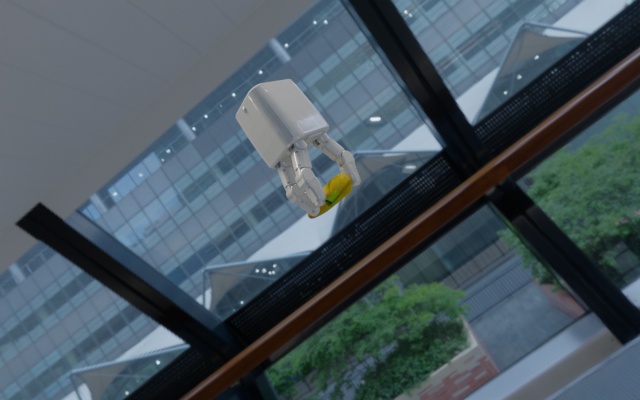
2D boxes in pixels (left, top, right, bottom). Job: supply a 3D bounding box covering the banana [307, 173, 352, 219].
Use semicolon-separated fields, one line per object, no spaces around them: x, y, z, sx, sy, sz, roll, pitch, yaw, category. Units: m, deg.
0.015;-0.009;0.789;0.069;0.037;0.198;-36;-3;-12;banana
